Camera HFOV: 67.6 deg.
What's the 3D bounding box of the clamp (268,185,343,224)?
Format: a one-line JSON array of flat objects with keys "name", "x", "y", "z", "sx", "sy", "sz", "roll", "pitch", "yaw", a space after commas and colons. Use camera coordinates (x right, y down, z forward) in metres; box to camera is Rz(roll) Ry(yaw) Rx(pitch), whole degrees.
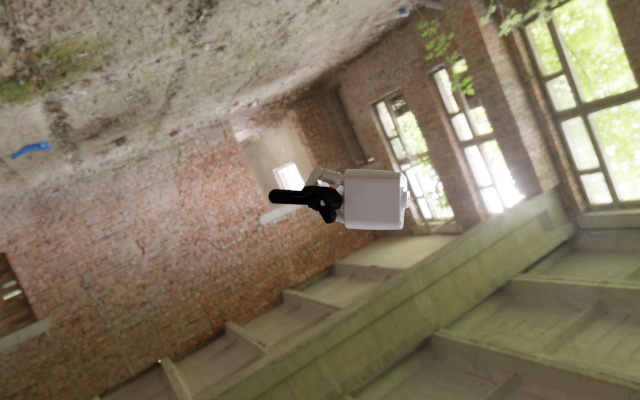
[{"name": "clamp", "x": 0.000, "y": 0.003, "z": 0.836, "sx": 0.120, "sy": 0.039, "sz": 0.171, "roll": 28, "pitch": 20, "yaw": 23}]
